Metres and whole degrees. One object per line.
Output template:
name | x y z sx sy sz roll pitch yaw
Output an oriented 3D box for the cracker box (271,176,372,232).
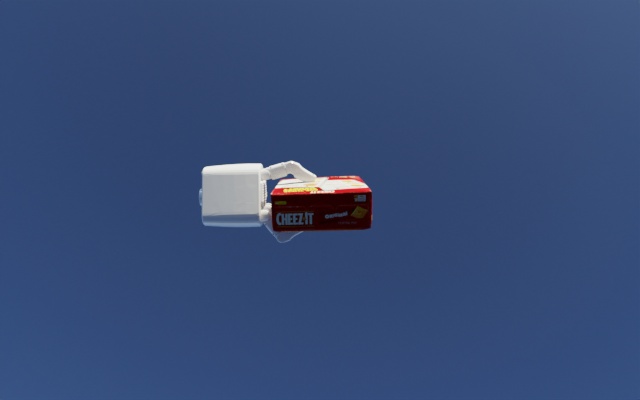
cracker box | 0.000 0.003 0.868 0.164 0.072 0.213 -2 9 -1
